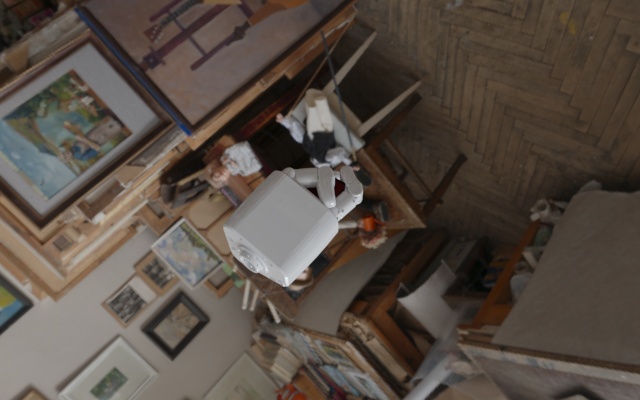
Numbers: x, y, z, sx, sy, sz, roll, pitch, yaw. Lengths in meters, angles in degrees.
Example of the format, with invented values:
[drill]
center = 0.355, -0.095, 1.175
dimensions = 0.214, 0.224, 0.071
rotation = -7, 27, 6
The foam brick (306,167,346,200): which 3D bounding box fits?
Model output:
[foam brick]
center = 0.000, 0.002, 0.684
dimensions = 0.053, 0.051, 0.078
rotation = 31, -29, 21
